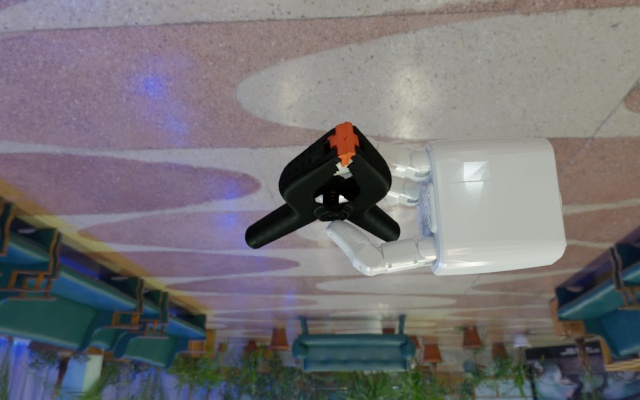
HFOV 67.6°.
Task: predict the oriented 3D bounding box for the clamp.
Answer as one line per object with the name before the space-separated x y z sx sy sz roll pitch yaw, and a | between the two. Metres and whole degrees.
clamp | 0.000 0.002 0.430 0.164 0.036 0.210 -6 -24 0
